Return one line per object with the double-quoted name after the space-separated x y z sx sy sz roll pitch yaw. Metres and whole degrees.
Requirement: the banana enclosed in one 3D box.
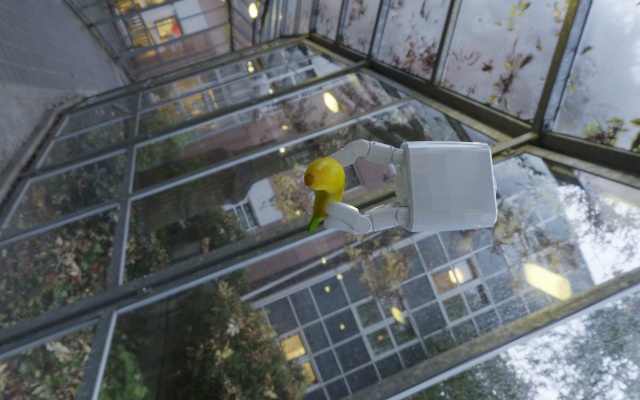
0.006 -0.014 0.583 0.037 0.069 0.198 18 -18 8 "banana"
